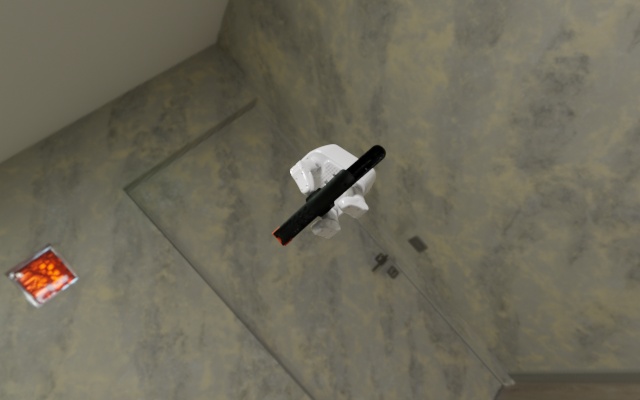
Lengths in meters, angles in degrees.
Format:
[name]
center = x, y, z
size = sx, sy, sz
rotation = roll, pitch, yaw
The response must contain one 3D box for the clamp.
[clamp]
center = -0.001, 0.002, 0.692
size = 0.210, 0.036, 0.164
rotation = -41, -2, 22
